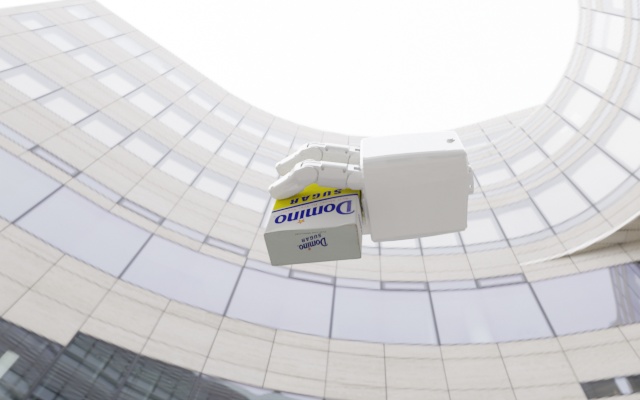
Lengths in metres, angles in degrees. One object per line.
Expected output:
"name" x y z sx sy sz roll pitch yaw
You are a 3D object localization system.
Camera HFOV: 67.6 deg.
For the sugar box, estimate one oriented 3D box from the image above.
"sugar box" 0.000 0.001 0.530 0.093 0.048 0.176 -6 26 9
